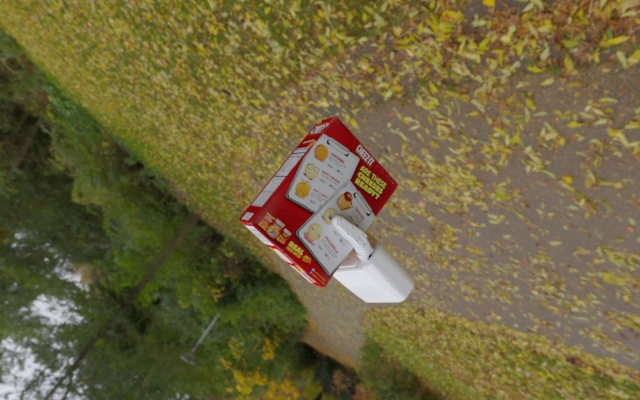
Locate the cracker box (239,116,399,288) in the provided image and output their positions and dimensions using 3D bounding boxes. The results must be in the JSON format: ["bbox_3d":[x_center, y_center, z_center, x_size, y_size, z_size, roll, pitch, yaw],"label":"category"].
[{"bbox_3d":[0.000,0.003,0.757,0.164,0.213,0.072,44,-17,-24],"label":"cracker box"}]
